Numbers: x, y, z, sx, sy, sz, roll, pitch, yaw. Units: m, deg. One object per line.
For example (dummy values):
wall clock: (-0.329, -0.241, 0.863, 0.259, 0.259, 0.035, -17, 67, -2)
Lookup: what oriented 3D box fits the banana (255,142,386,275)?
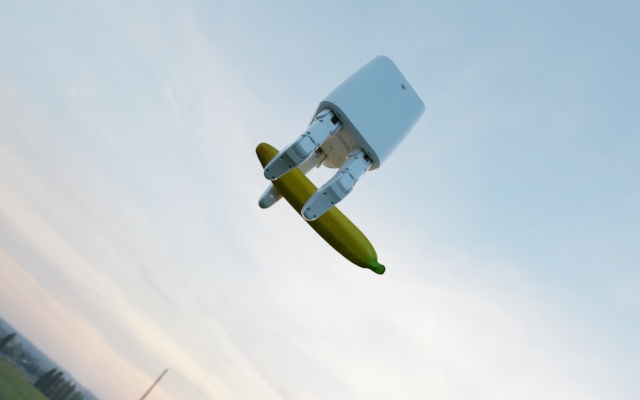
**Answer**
banana: (0.001, 0.011, 0.543, 0.037, 0.198, 0.070, -43, -11, -18)
